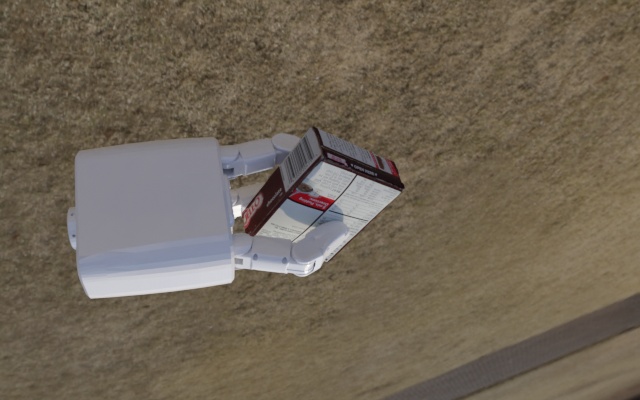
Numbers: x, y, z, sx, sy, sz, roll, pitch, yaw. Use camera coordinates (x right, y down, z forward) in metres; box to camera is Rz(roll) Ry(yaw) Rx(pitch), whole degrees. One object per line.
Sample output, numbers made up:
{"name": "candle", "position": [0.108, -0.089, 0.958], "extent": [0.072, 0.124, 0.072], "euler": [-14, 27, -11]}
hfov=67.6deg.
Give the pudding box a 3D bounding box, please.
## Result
{"name": "pudding box", "position": [0.000, 0.001, 0.403], "extent": [0.090, 0.039, 0.113], "euler": [18, -49, -34]}
